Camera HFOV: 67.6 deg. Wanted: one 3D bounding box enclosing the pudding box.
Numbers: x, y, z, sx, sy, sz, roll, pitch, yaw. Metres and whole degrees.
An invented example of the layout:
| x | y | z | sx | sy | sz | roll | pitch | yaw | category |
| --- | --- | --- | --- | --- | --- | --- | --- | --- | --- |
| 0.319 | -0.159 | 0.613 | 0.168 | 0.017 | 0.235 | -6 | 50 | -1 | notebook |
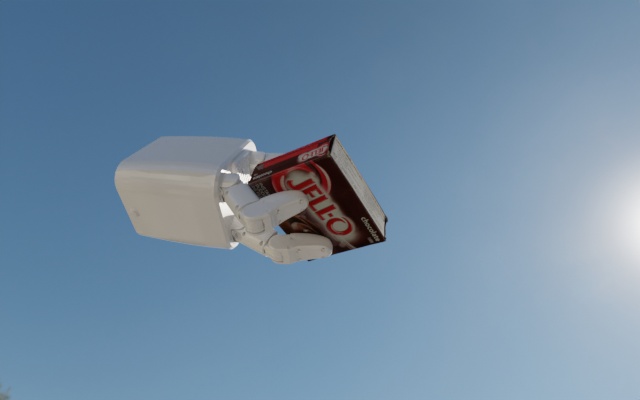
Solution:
| x | y | z | sx | sy | sz | roll | pitch | yaw | category |
| --- | --- | --- | --- | --- | --- | --- | --- | --- | --- |
| 0.000 | 0.001 | 0.454 | 0.090 | 0.039 | 0.113 | -18 | -53 | 29 | pudding box |
